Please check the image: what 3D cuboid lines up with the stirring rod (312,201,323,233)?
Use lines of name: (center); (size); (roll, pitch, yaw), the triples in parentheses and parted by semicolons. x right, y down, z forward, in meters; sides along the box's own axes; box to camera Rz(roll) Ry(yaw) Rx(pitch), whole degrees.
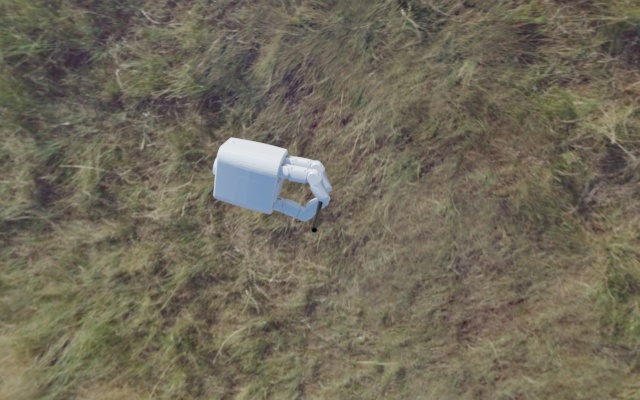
stirring rod: (0.000, 0.003, 0.808); (0.011, 0.011, 0.239); (0, 20, 5)
